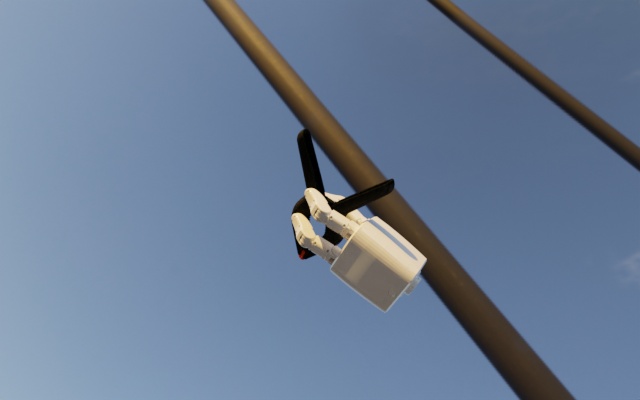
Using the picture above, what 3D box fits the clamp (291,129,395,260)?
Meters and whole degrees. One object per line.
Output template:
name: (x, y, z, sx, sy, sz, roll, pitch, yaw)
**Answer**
clamp: (0.000, 0.003, 0.745, 0.164, 0.210, 0.036, 38, 34, 12)
